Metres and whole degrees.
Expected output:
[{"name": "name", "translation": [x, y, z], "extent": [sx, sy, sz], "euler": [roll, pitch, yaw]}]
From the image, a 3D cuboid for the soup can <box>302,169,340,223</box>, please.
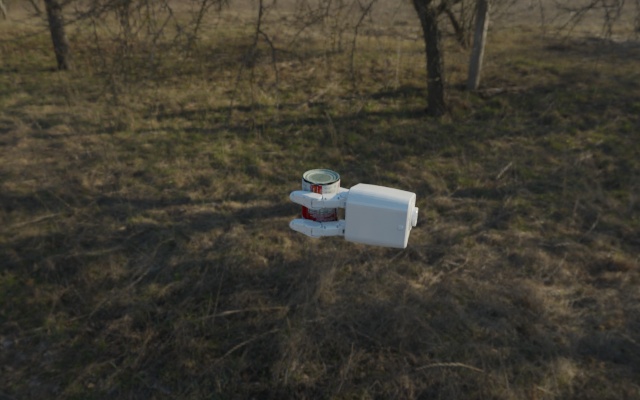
[{"name": "soup can", "translation": [0.000, 0.002, 0.857], "extent": [0.068, 0.102, 0.068], "euler": [1, 26, 0]}]
